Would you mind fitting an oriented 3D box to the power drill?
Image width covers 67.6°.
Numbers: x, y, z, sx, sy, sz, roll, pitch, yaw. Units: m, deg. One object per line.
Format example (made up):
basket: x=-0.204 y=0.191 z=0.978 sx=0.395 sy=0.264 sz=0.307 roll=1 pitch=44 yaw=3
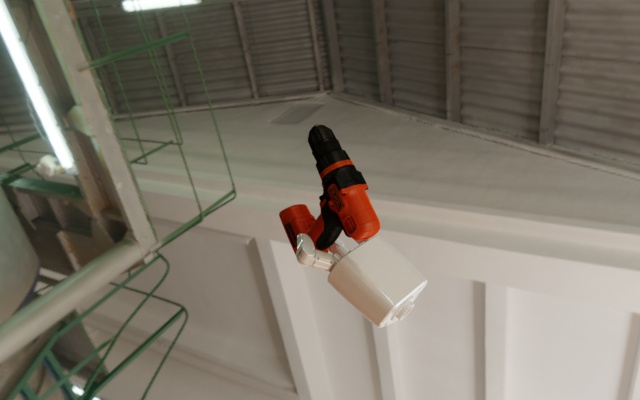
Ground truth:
power drill: x=0.000 y=0.003 z=0.733 sx=0.057 sy=0.184 sz=0.188 roll=-12 pitch=-22 yaw=-32
